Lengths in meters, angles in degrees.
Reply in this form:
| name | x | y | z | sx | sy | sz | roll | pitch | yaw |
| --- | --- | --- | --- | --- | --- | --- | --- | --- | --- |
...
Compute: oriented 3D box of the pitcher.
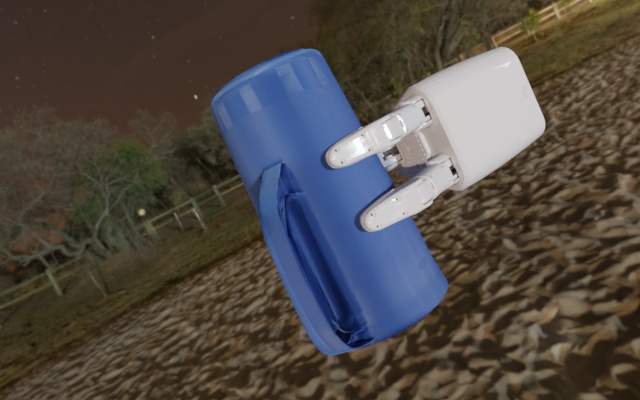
| name | x | y | z | sx | sy | sz | roll | pitch | yaw |
| --- | --- | --- | --- | --- | --- | --- | --- | --- | --- |
| pitcher | 0.000 | 0.001 | 0.415 | 0.145 | 0.243 | 0.149 | -29 | 6 | -17 |
